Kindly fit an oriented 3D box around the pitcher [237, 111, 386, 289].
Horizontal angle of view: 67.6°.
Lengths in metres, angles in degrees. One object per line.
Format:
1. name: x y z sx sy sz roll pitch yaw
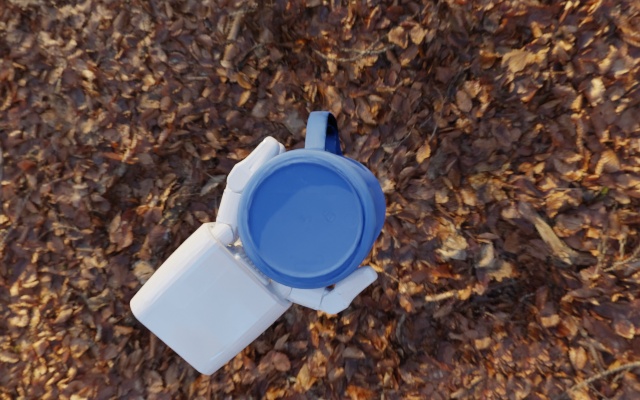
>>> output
1. pitcher: 0.000 0.002 0.473 0.145 0.149 0.243 -44 -4 5
